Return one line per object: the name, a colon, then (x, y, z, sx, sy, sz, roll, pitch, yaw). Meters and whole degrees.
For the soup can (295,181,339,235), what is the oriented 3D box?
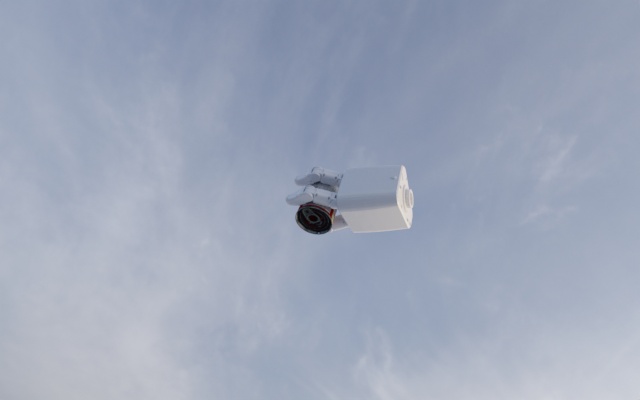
soup can: (0.000, 0.003, 0.877, 0.068, 0.069, 0.102, 0, 42, 19)
